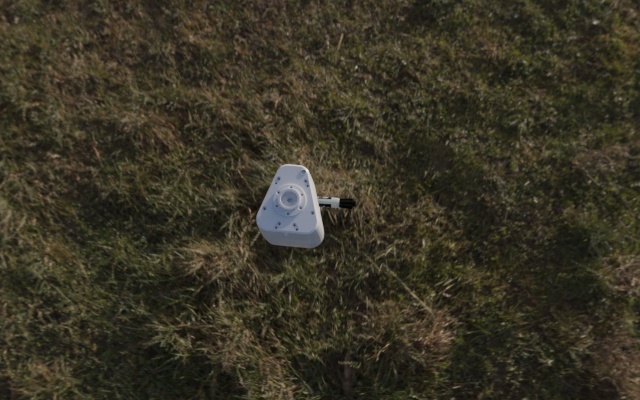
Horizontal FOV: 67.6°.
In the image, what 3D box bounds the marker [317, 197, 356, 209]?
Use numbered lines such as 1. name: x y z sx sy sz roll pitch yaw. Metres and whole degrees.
1. marker: 0.000 0.003 0.819 0.121 0.020 0.020 3 0 4
